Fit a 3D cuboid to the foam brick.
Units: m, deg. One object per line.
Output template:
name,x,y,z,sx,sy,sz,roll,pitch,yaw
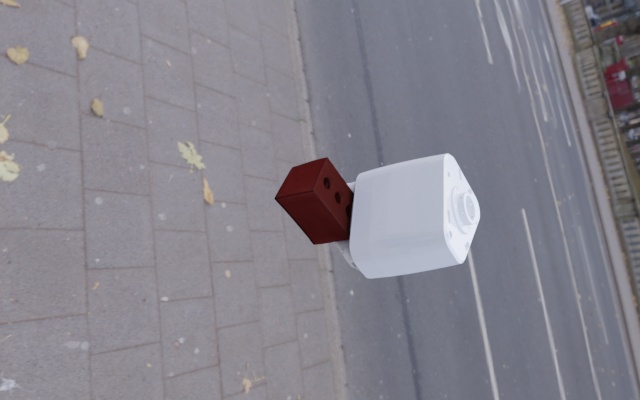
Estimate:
foam brick,0.000,0.002,0.514,0.051,0.053,0.078,-13,-51,37
